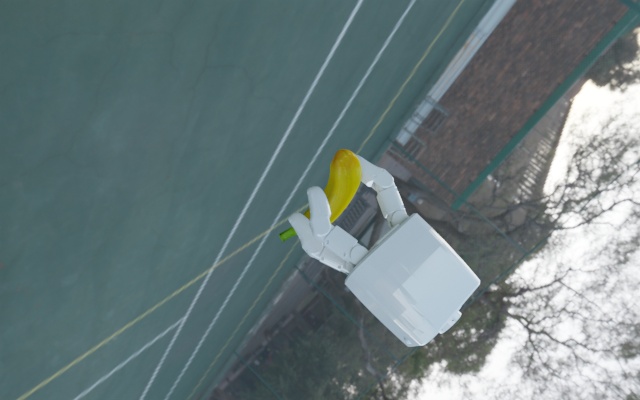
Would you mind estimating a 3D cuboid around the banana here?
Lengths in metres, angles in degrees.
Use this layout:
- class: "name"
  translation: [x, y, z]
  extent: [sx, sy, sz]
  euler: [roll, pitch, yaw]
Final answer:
- class: "banana"
  translation: [0.012, -0.004, 0.583]
  extent: [0.069, 0.037, 0.198]
  euler: [-29, -17, -37]
